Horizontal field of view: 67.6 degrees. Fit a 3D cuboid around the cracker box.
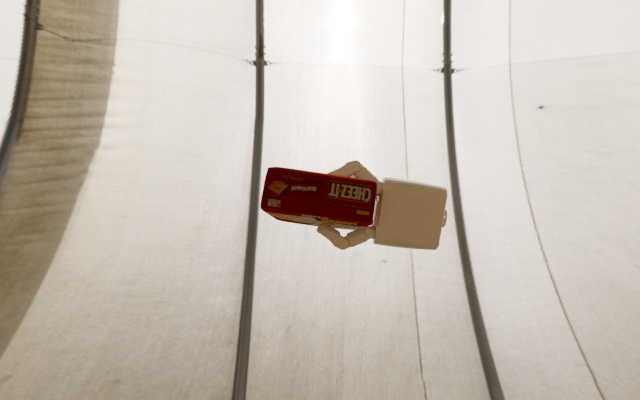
[{"bbox_3d":[0.000,0.003,0.786,0.164,0.072,0.214,7,-6,2],"label":"cracker box"}]
